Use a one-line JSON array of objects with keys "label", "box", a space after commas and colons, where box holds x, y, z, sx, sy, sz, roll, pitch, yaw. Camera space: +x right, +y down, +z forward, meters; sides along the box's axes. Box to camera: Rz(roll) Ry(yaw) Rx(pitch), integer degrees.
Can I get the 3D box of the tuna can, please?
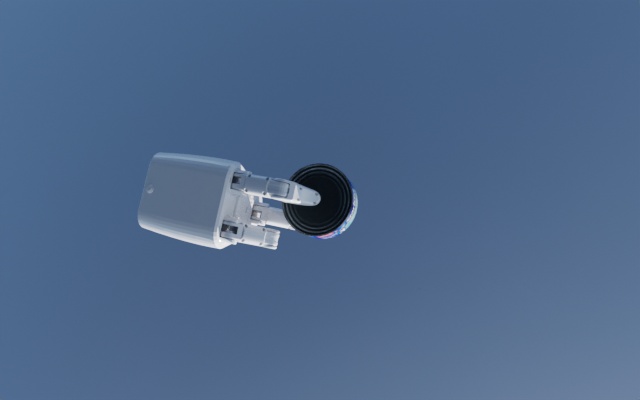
[{"label": "tuna can", "box": [0.000, 0.002, 0.561, 0.086, 0.086, 0.034, 0, -11, 17]}]
